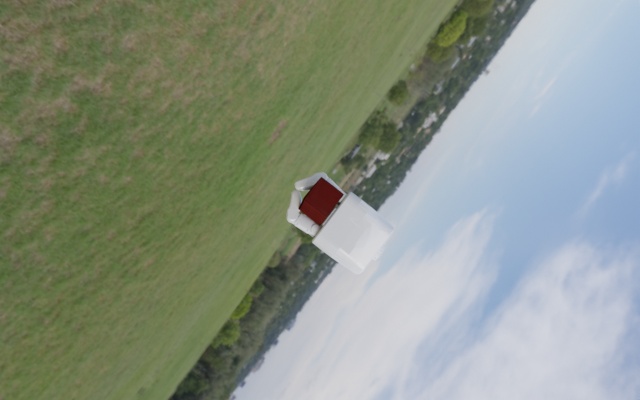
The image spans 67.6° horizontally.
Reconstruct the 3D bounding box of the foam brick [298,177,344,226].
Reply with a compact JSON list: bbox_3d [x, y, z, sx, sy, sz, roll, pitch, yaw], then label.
[{"bbox_3d":[0.000,0.003,0.837,0.051,0.053,0.078,38,-17,2],"label":"foam brick"}]
